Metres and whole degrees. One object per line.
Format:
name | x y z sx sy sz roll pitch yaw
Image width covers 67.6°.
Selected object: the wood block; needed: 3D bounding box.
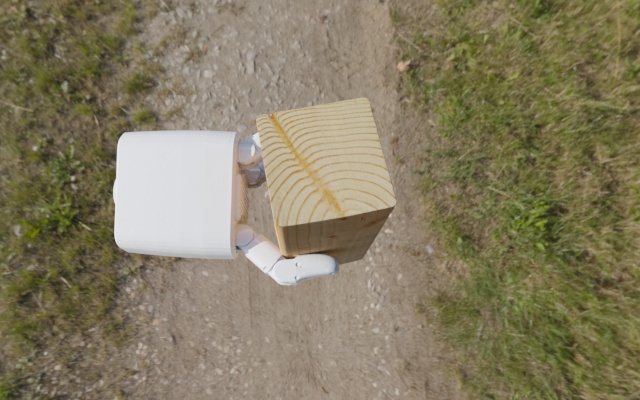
wood block | 0.000 0.002 0.444 0.090 0.090 0.206 -10 -17 -5
